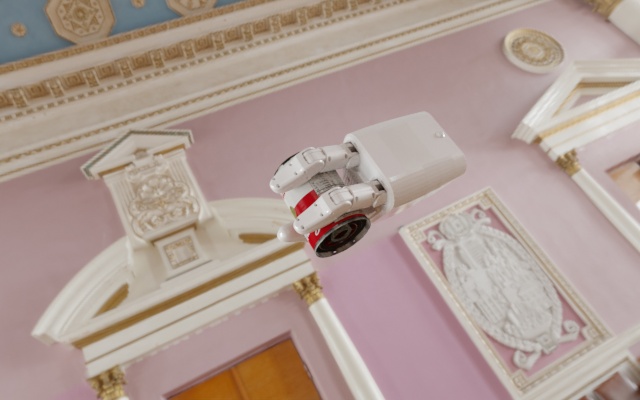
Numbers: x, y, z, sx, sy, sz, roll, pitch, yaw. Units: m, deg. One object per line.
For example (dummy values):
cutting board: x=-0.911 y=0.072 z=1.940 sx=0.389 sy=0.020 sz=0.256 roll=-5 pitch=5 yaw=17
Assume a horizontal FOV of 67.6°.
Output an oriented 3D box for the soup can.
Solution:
soup can: x=-0.001 y=0.002 z=0.523 sx=0.068 sy=0.102 sz=0.068 roll=-26 pitch=-26 yaw=-14
